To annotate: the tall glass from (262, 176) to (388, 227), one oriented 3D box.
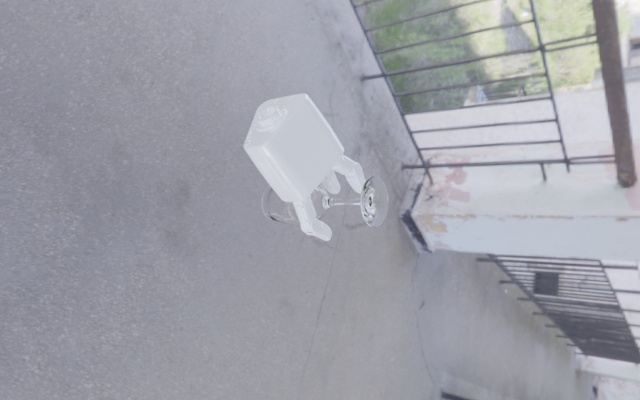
[{"bbox_3d":[0.001,0.003,0.749,0.201,0.079,0.079,-1,-1,38],"label":"tall glass"}]
